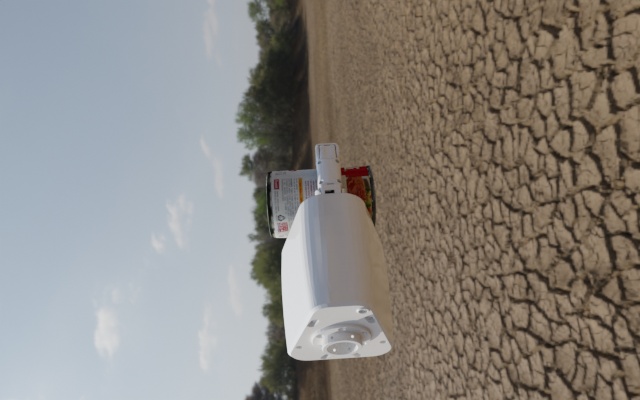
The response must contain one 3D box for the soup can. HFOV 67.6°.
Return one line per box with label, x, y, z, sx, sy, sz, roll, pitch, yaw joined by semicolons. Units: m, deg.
soup can;0.000;0.001;0.478;0.102;0.068;0.068;-3;0;-1
